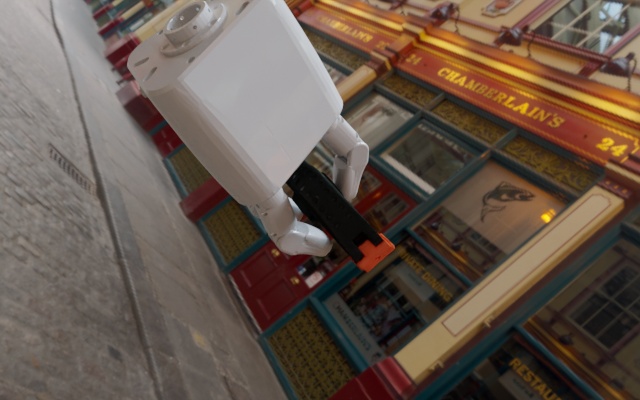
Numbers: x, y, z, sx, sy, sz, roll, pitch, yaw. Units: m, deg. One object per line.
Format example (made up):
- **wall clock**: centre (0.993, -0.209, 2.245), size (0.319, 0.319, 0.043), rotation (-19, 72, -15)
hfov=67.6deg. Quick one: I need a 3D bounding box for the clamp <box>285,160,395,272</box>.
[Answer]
- **clamp**: centre (0.001, 0.001, 0.419), size (0.210, 0.036, 0.165), rotation (46, -4, 47)
